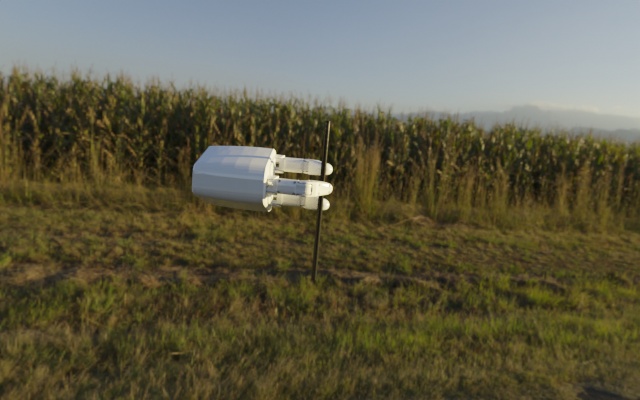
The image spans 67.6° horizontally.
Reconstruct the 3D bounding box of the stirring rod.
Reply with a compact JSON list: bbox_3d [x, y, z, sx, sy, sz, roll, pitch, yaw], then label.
[{"bbox_3d":[0.000,0.002,0.715,0.011,0.239,0.011,5,8,-1],"label":"stirring rod"}]
